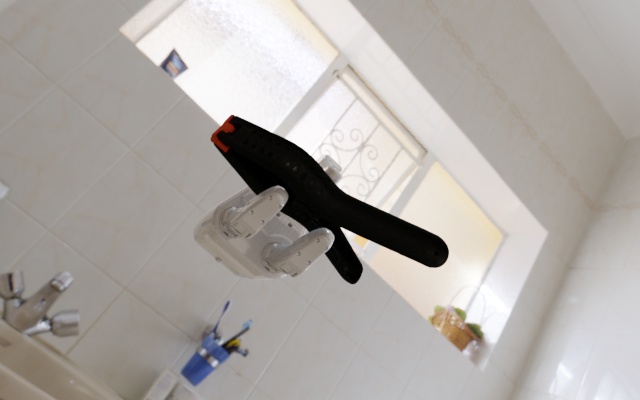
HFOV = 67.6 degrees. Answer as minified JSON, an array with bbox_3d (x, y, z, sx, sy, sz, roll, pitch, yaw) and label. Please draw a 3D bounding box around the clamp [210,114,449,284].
[{"bbox_3d":[0.000,0.000,0.412,0.210,0.036,0.164,43,-27,-14],"label":"clamp"}]
